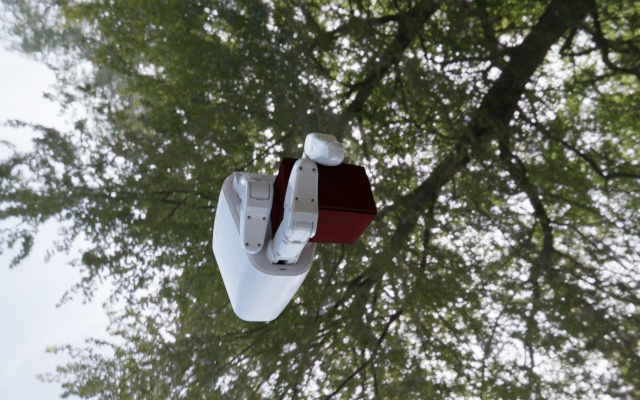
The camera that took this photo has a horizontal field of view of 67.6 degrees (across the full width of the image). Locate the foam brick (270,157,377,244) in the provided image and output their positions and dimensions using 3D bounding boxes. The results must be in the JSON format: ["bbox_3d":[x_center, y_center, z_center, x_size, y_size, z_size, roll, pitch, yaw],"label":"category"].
[{"bbox_3d":[0.000,0.001,0.414,0.078,0.053,0.051,5,-39,-18],"label":"foam brick"}]
